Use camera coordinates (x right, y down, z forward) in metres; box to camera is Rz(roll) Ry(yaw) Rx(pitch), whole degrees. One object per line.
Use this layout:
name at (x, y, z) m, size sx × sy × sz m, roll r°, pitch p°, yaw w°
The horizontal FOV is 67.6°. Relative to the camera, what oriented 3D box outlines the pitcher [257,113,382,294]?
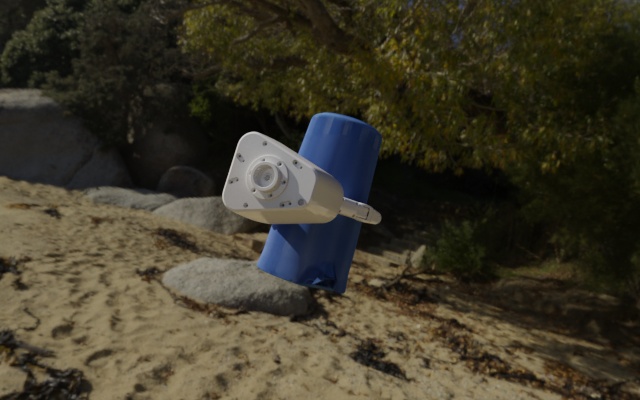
pitcher at (0.000, 0.002, 0.702) m, size 0.149 × 0.243 × 0.145 m, roll 16°, pitch -3°, yaw 19°
